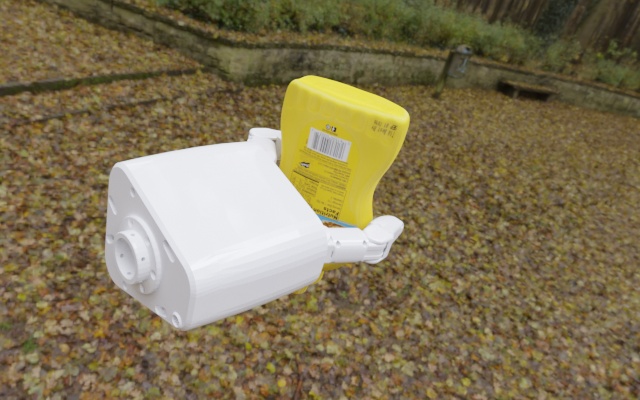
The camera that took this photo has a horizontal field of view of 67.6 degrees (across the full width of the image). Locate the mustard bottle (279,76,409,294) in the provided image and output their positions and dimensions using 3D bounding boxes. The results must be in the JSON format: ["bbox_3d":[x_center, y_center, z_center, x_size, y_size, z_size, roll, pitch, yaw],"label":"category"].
[{"bbox_3d":[0.000,0.001,0.404,0.096,0.192,0.058,22,28,12],"label":"mustard bottle"}]
